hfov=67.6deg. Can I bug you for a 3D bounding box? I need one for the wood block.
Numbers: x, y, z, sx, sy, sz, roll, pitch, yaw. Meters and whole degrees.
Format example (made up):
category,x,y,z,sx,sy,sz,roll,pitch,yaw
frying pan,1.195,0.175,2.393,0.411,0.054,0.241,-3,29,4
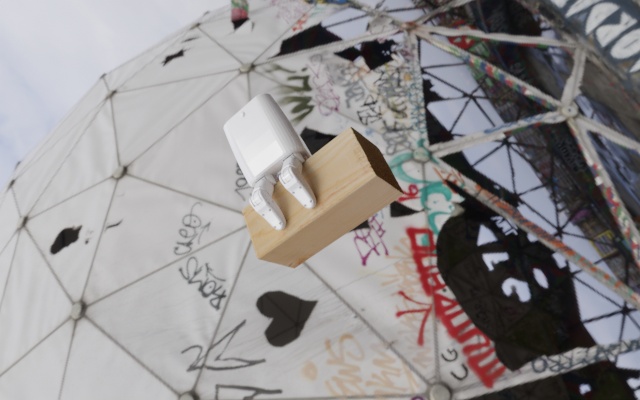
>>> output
category,x,y,z,sx,sy,sz,roll,pitch,yaw
wood block,0.000,0.002,0.685,0.206,0.090,0.091,-36,-32,20
